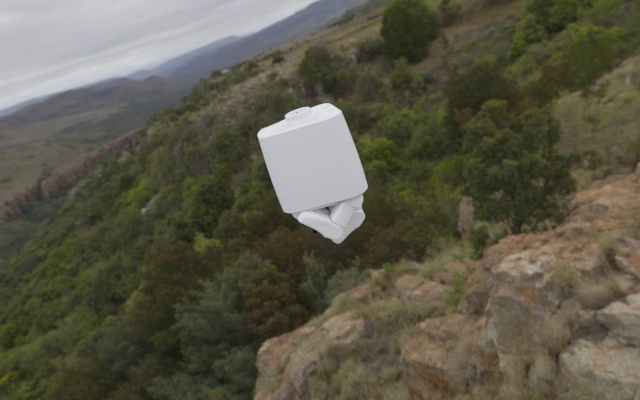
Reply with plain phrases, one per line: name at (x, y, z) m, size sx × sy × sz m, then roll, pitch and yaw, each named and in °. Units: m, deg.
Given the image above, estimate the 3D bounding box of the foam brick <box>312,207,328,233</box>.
foam brick at (0.000, 0.002, 0.684) m, size 0.053 × 0.051 × 0.078 m, roll -22°, pitch 21°, yaw -3°
